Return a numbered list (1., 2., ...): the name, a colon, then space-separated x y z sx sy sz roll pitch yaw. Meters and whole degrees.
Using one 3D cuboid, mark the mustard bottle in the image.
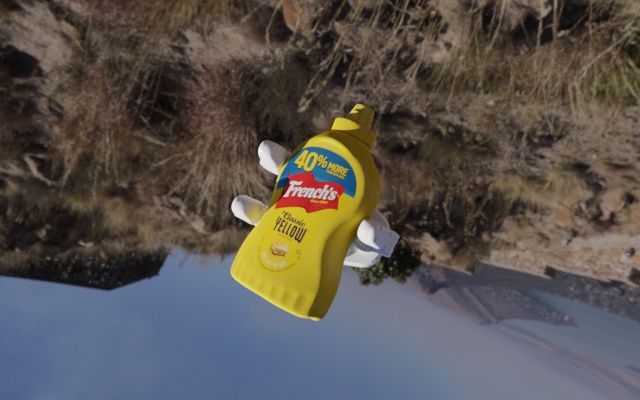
1. mustard bottle: 0.000 0.002 0.428 0.096 0.191 0.058 23 -6 34
